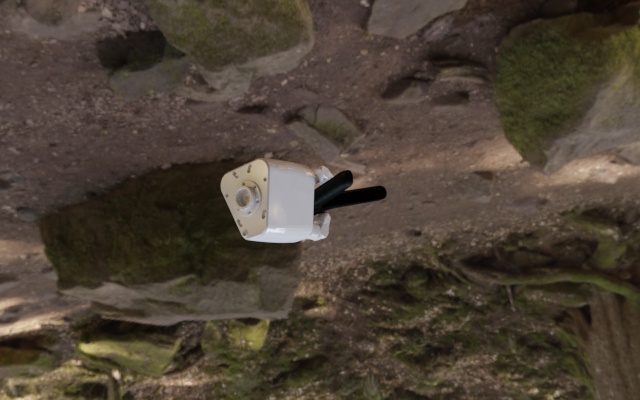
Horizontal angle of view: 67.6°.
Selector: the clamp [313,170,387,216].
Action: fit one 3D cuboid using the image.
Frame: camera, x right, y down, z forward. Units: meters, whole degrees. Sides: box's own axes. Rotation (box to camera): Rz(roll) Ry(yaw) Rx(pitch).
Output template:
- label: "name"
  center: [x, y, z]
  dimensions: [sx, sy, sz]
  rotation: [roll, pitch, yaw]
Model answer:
- label: "clamp"
  center: [0.000, 0.004, 0.794]
  dimensions: [0.210, 0.036, 0.164]
  rotation: [-20, -17, 30]
